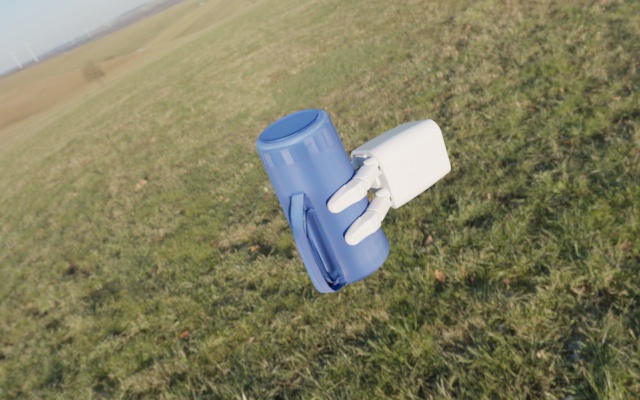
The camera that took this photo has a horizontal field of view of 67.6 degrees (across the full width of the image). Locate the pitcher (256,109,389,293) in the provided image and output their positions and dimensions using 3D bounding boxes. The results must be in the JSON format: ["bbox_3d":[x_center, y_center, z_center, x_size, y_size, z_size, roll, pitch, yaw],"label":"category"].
[{"bbox_3d":[0.000,0.002,0.689,0.145,0.243,0.149,-31,28,-12],"label":"pitcher"}]
